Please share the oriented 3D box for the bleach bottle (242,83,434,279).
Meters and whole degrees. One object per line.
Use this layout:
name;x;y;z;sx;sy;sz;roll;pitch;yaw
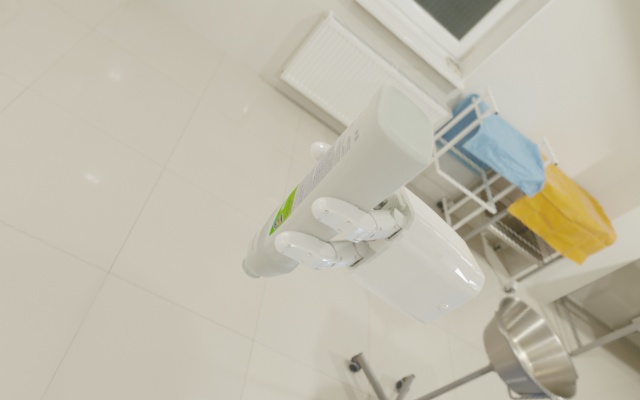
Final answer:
bleach bottle;0.000;0.002;0.483;0.251;0.068;0.102;-43;16;34
